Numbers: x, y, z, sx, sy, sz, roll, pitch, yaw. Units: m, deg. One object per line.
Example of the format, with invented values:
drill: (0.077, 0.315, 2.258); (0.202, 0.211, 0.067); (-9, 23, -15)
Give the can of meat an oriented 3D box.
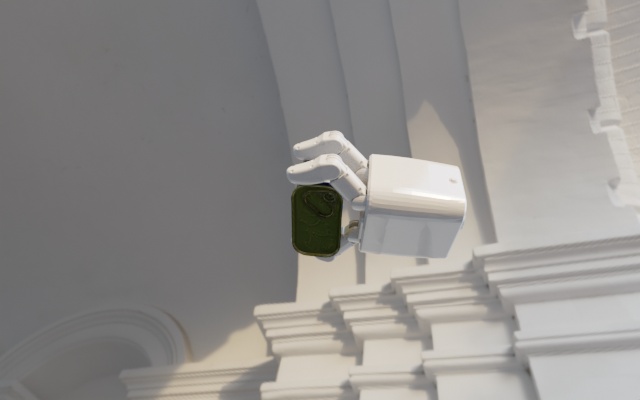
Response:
can of meat: (0.000, 0.002, 0.572); (0.057, 0.102, 0.084); (5, 36, 5)
